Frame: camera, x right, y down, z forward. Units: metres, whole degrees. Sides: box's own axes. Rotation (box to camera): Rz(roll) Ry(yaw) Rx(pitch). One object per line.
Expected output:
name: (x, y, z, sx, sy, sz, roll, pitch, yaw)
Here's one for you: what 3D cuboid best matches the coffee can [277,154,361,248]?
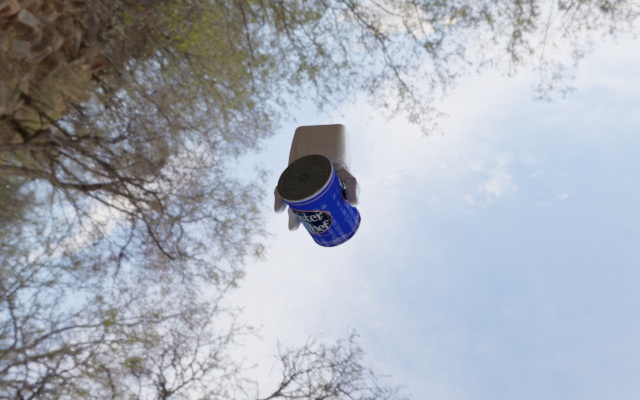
coffee can: (0.000, 0.003, 0.849, 0.103, 0.102, 0.140, 0, -38, 31)
